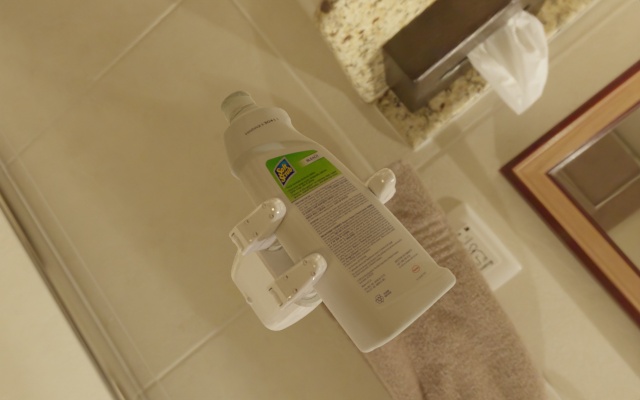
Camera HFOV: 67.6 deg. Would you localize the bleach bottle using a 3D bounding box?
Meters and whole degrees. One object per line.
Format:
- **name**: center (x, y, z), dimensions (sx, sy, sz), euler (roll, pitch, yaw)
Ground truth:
- **bleach bottle**: center (0.000, 0.001, 0.423), dimensions (0.102, 0.251, 0.068), euler (-30, -14, -33)
